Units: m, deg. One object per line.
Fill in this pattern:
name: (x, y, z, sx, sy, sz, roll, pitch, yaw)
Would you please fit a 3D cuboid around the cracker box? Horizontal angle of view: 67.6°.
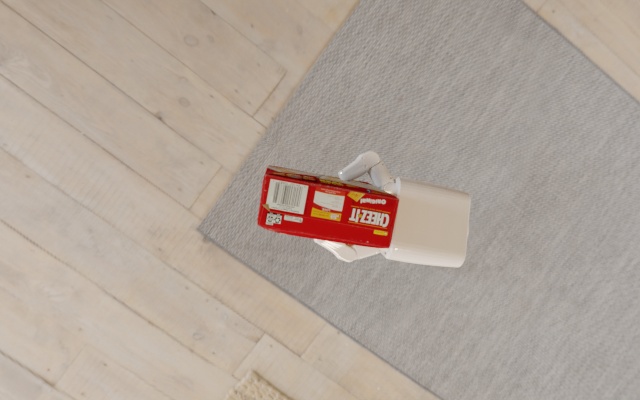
cracker box: (0.000, 0.002, 0.660, 0.164, 0.072, 0.213, 10, 6, -6)
